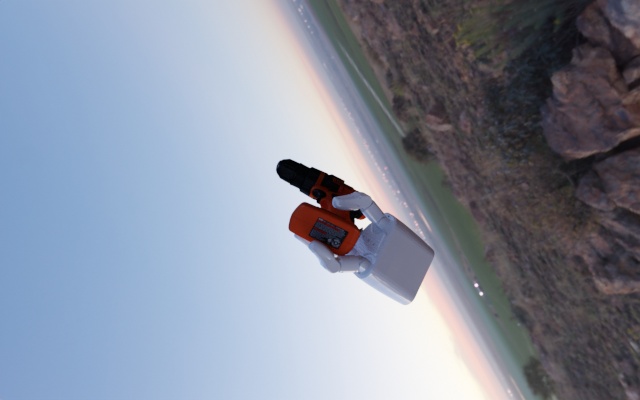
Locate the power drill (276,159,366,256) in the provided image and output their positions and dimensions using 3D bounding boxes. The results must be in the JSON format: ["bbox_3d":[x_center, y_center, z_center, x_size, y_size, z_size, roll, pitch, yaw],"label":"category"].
[{"bbox_3d":[0.000,0.003,0.779,0.184,0.057,0.187,25,24,-4],"label":"power drill"}]
